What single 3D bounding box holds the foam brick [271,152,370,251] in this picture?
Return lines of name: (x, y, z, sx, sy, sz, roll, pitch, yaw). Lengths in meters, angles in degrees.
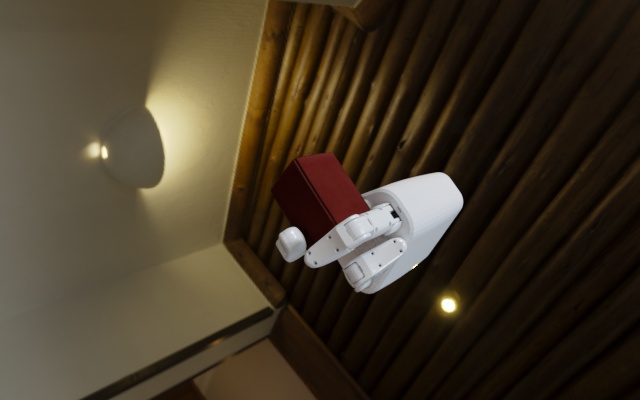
foam brick: (0.000, 0.001, 0.453, 0.051, 0.078, 0.053, -19, -19, -43)
